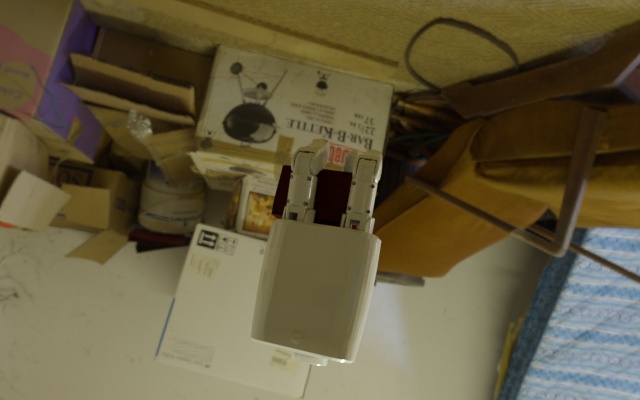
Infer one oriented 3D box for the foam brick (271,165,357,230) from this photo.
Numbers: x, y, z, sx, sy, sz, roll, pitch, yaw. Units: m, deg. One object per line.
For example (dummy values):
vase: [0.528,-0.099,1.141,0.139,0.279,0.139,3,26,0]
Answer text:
foam brick: [0.000,0.001,0.462,0.078,0.051,0.053,8,-15,18]
